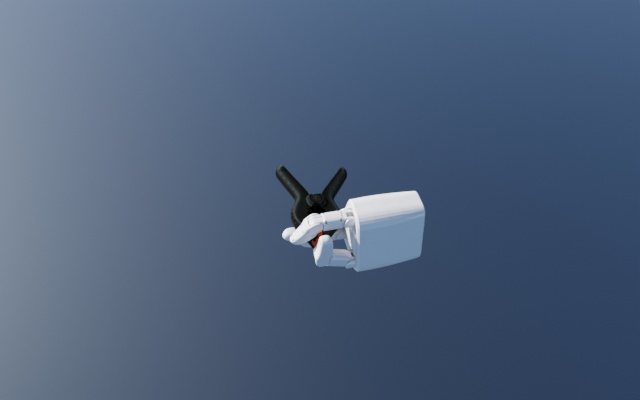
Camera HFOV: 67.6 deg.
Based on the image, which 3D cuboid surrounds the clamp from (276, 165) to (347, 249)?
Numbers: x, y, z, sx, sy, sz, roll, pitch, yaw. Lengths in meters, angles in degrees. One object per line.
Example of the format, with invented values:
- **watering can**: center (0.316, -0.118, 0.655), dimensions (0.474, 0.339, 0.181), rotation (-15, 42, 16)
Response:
- **clamp**: center (0.000, 0.002, 0.766), dimensions (0.120, 0.171, 0.039), rotation (-10, -37, -10)
